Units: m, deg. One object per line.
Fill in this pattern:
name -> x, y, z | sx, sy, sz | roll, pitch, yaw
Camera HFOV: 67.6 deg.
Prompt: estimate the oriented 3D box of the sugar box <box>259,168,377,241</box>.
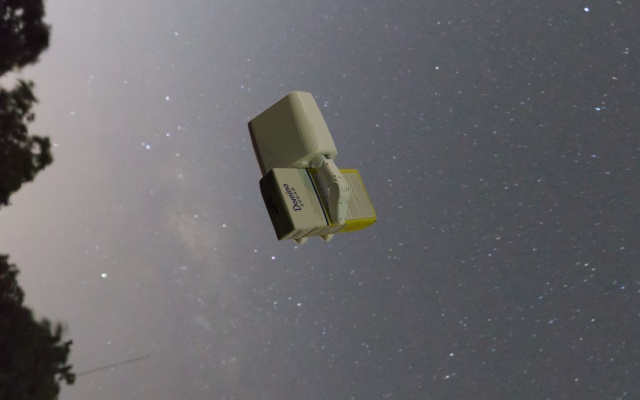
sugar box -> 0.000, 0.002, 0.693 | 0.176, 0.093, 0.048 | -3, -25, -44
